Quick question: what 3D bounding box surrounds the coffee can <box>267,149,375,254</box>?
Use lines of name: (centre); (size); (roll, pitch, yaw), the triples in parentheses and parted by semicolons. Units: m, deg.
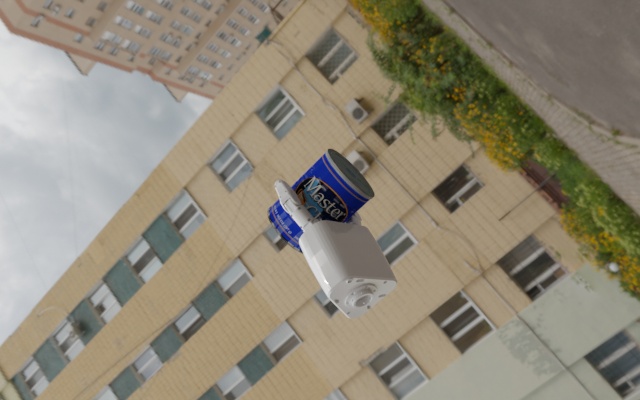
coffee can: (0.000, 0.002, 0.756); (0.140, 0.102, 0.103); (-44, -15, 16)
